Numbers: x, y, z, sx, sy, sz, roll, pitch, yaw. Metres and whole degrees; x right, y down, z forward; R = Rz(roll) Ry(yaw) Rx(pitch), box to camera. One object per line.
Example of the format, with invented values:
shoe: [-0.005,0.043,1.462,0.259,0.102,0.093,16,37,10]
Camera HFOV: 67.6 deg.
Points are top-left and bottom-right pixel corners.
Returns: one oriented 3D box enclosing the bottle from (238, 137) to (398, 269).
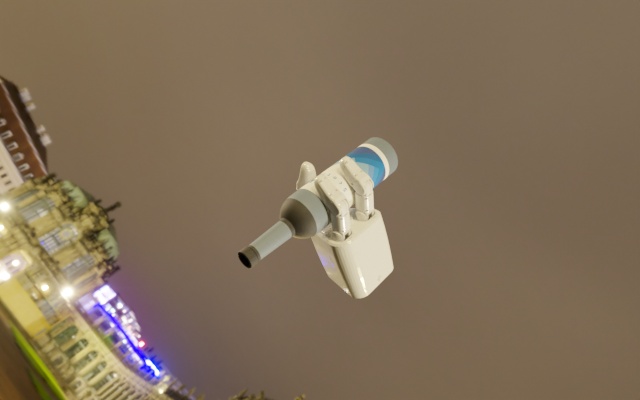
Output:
bottle: [0.000,0.002,0.695,0.295,0.069,0.069,-37,22,-33]
